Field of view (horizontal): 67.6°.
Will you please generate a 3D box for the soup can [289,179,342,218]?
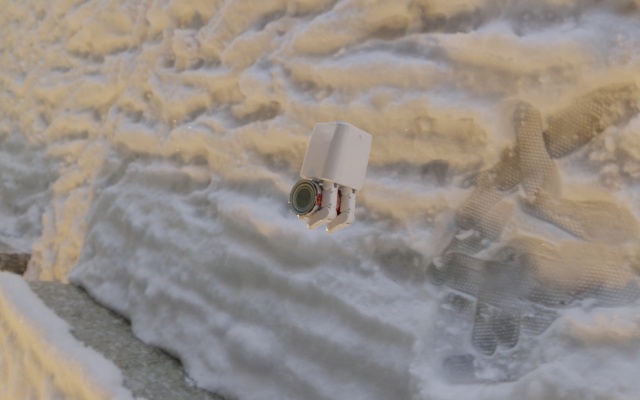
[{"bbox_3d":[0.000,0.003,0.887,0.068,0.068,0.102,0,-10,40],"label":"soup can"}]
